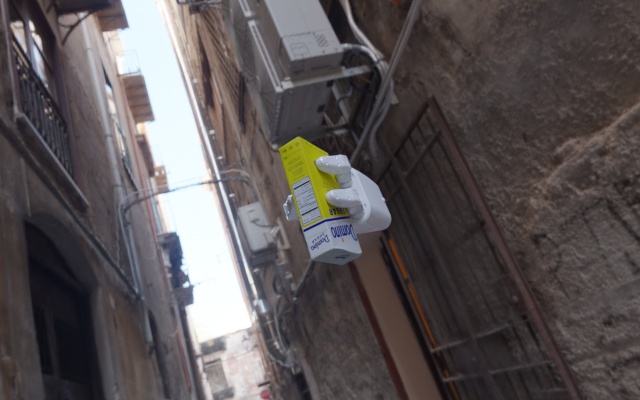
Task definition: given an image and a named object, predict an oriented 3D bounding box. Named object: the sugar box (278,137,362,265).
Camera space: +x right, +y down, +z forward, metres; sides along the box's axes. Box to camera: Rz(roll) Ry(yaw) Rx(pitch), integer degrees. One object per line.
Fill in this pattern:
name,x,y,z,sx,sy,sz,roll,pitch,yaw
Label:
sugar box,0.001,0.002,0.692,0.048,0.176,0.093,-30,-23,22
